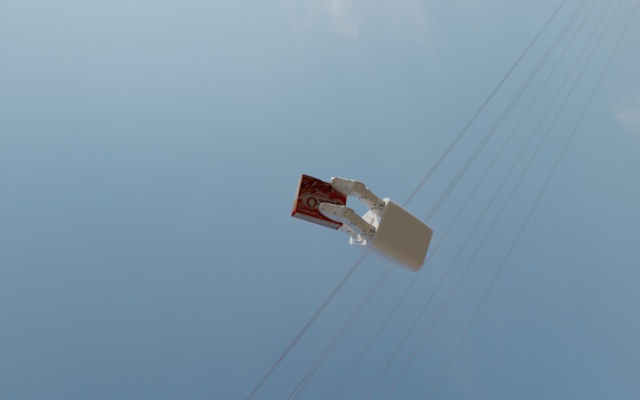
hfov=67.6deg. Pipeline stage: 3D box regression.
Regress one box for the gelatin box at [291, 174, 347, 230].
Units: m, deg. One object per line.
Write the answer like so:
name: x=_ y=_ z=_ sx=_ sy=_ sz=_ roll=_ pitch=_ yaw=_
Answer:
gelatin box: x=0.000 y=0.003 z=0.823 sx=0.089 sy=0.073 sz=0.030 roll=17 pitch=-25 yaw=-14
